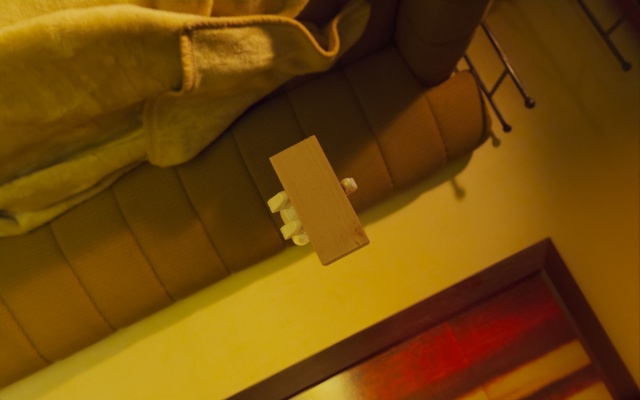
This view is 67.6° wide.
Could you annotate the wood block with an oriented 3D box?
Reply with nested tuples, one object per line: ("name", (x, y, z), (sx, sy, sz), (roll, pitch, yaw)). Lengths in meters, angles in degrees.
("wood block", (0.001, 0.003, 0.846), (0.091, 0.206, 0.090), (-27, -10, 1))
